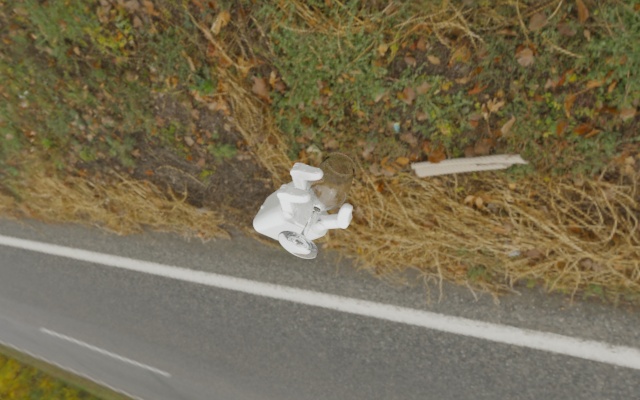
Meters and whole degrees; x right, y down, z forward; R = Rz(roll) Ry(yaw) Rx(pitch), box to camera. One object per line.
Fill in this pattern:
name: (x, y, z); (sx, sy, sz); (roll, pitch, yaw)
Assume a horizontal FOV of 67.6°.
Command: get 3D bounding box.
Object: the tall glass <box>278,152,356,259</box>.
tall glass: (0.000, 0.003, 0.861); (0.079, 0.201, 0.079); (19, -34, 14)
